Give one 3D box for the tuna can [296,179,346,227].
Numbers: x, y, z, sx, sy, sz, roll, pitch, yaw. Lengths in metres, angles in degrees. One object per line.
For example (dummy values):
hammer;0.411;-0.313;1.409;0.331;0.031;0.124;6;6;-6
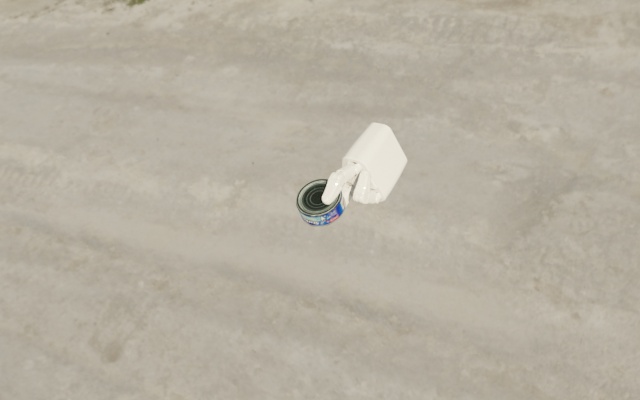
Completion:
tuna can;0.000;0.003;0.856;0.086;0.086;0.034;0;-37;18
